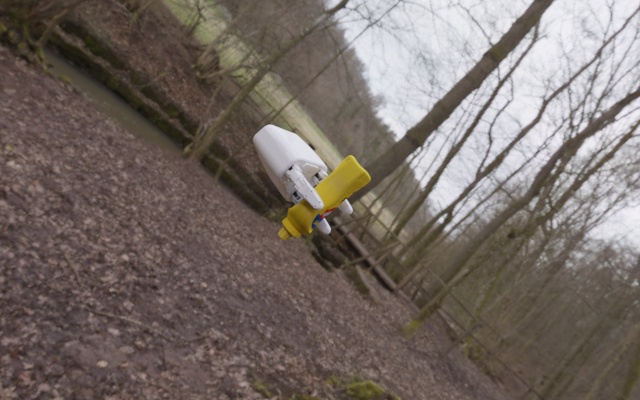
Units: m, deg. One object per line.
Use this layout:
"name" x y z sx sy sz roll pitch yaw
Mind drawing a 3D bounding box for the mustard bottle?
"mustard bottle" 0.001 0.003 0.849 0.191 0.058 0.096 -41 -5 4
